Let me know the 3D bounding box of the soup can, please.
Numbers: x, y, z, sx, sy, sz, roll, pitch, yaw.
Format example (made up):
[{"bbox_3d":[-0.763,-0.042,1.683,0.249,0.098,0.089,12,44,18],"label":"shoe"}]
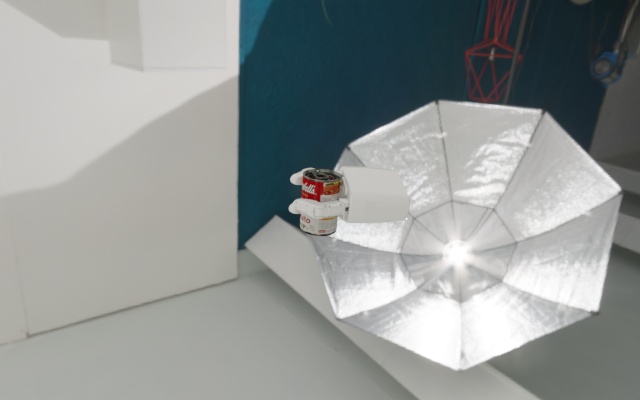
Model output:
[{"bbox_3d":[0.000,0.003,0.832,0.068,0.102,0.068,4,20,-1],"label":"soup can"}]
